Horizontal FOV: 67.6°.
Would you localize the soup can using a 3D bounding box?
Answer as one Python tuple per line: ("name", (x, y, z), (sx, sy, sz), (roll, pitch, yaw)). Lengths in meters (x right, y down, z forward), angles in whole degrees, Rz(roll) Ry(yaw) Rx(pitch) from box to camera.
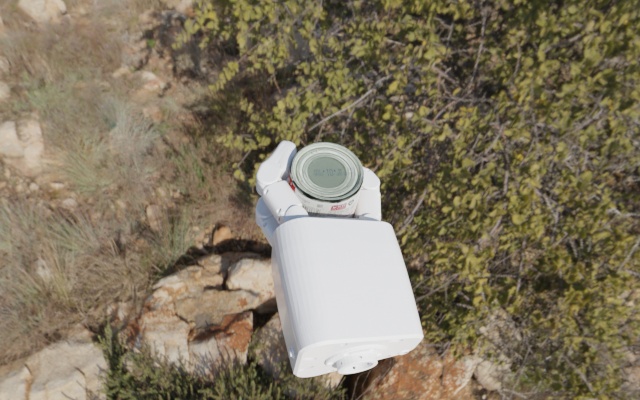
("soup can", (0.000, 0.001, 0.461), (0.068, 0.068, 0.102), (0, -34, -8))
